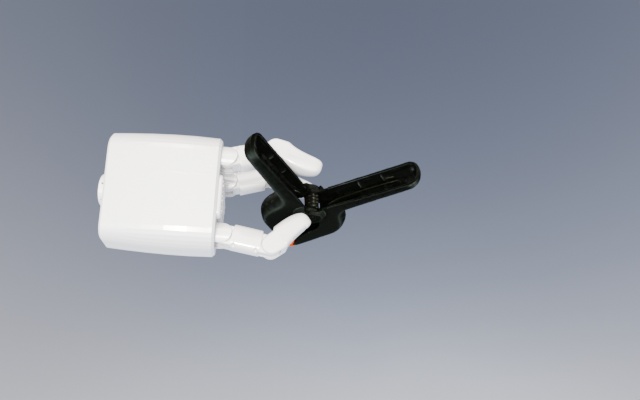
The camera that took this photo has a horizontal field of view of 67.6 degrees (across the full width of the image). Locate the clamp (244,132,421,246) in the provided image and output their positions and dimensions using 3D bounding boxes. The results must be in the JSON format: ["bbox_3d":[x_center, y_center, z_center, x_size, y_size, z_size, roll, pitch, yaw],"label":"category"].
[{"bbox_3d":[0.000,0.003,0.506,0.164,0.036,0.210,7,-27,-7],"label":"clamp"}]
